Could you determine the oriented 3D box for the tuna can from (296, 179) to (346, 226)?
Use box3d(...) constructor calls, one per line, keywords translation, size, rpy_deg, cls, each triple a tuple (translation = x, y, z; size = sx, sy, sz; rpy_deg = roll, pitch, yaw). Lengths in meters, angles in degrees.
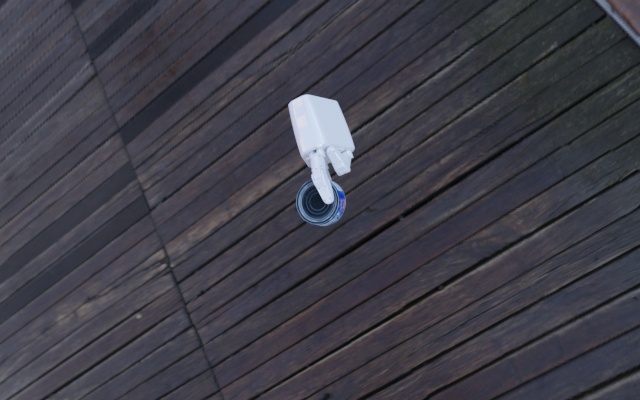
box3d(translation=(0.000, 0.003, 0.860), size=(0.086, 0.086, 0.034), rpy_deg=(0, -4, 22), cls="tuna can")
